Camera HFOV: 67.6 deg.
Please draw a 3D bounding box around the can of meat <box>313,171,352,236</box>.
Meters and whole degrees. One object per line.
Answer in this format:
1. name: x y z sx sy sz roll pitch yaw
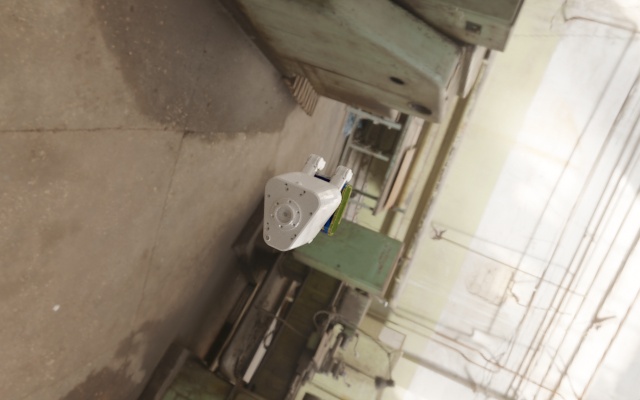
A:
1. can of meat: 0.000 0.003 0.854 0.084 0.102 0.057 22 8 14
